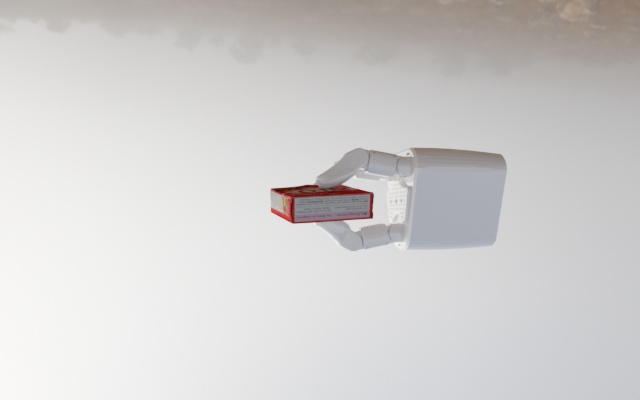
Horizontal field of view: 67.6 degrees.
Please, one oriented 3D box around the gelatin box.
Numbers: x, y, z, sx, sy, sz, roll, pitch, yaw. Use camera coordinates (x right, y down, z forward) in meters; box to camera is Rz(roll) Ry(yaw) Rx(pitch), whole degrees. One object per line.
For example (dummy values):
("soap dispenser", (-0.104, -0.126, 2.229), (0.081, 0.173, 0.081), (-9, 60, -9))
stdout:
("gelatin box", (0.000, 0.002, 0.494), (0.089, 0.030, 0.073), (-4, 9, -21))
